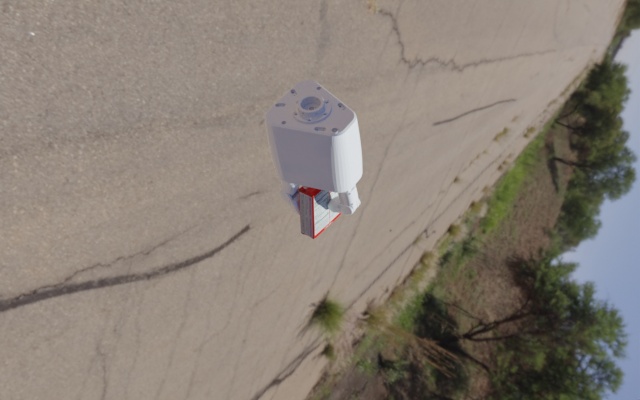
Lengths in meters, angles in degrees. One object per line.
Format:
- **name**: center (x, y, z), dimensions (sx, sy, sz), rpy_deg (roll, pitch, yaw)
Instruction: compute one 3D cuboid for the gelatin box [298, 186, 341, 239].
- **gelatin box**: center (0.000, 0.003, 0.722), dimensions (0.030, 0.089, 0.073), rpy_deg (24, 46, 28)
